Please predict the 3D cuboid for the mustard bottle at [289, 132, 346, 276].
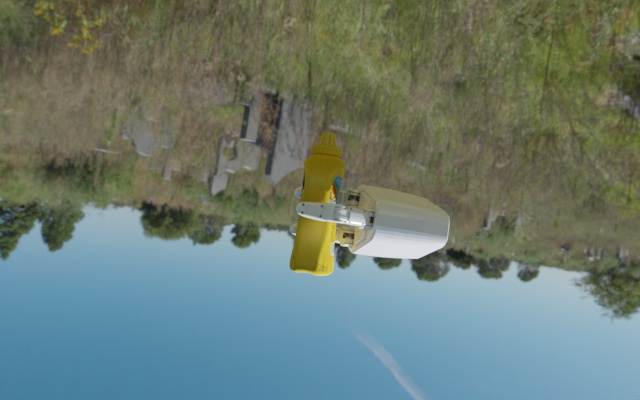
[{"bbox_3d":[0.000,0.002,0.648,0.058,0.191,0.096,7,-3,11],"label":"mustard bottle"}]
